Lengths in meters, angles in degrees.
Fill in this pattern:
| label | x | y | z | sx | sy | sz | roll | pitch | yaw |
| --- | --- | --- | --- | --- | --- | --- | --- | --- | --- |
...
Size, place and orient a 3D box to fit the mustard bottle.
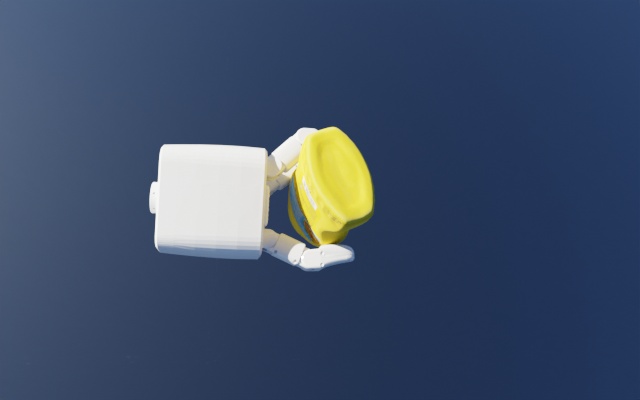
| label | x | y | z | sx | sy | sz | roll | pitch | yaw |
| --- | --- | --- | --- | --- | --- | --- | --- | --- | --- |
| mustard bottle | 0.000 | 0.002 | 0.523 | 0.058 | 0.096 | 0.192 | -21 | -11 | -17 |
